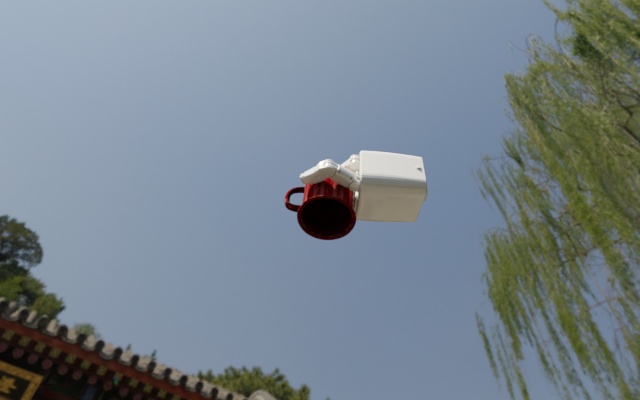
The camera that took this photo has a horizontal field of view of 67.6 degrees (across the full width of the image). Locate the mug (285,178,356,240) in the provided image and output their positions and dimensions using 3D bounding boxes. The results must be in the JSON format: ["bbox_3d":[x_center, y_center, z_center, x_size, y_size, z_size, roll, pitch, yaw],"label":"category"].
[{"bbox_3d":[-0.001,0.002,0.777,0.117,0.093,0.081,5,39,1],"label":"mug"}]
